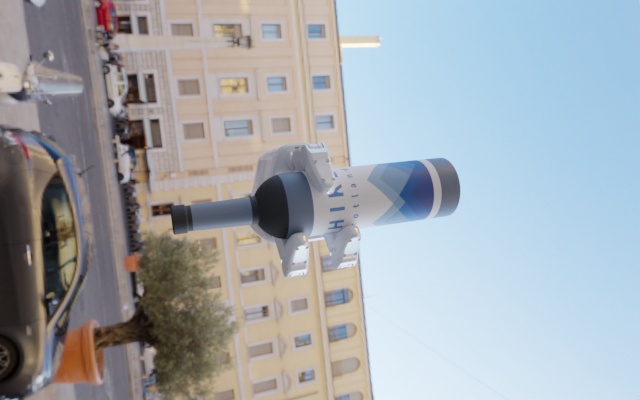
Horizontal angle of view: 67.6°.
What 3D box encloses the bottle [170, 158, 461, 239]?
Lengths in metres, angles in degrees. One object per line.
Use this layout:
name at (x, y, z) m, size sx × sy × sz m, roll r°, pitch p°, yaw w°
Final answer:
bottle at (0.000, 0.002, 0.491) m, size 0.296 × 0.069 × 0.069 m, roll -7°, pitch 2°, yaw -19°
